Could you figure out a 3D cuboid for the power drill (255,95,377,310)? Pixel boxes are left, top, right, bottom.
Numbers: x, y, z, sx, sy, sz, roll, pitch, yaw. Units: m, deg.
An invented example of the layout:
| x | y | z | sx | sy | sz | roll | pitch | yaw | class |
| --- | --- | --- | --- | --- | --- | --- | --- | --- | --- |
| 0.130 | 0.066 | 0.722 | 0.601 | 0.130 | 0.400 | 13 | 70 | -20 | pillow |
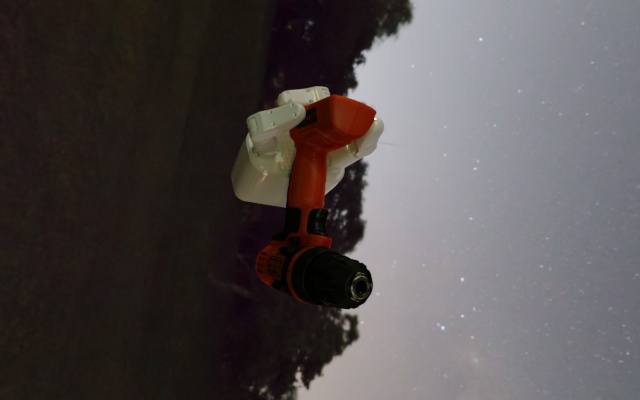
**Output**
| x | y | z | sx | sy | sz | roll | pitch | yaw | class |
| --- | --- | --- | --- | --- | --- | --- | --- | --- | --- |
| 0.000 | 0.001 | 0.449 | 0.057 | 0.187 | 0.184 | 16 | -9 | -28 | power drill |
